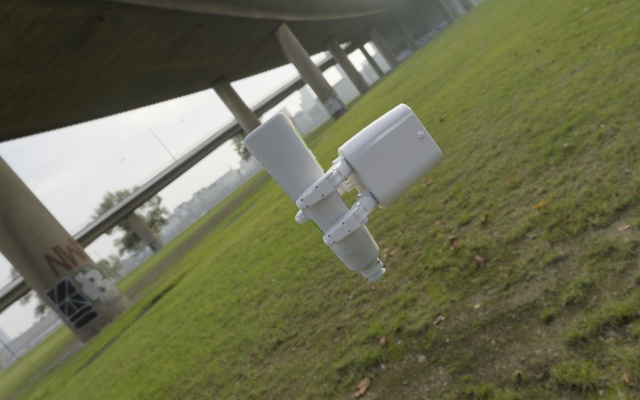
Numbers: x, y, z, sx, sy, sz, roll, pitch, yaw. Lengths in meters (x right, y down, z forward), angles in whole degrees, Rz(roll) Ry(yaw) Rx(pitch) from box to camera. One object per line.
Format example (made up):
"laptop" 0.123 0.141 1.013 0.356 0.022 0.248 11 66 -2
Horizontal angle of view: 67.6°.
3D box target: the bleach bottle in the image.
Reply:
"bleach bottle" 0.000 0.002 0.637 0.068 0.251 0.102 -38 8 -1
